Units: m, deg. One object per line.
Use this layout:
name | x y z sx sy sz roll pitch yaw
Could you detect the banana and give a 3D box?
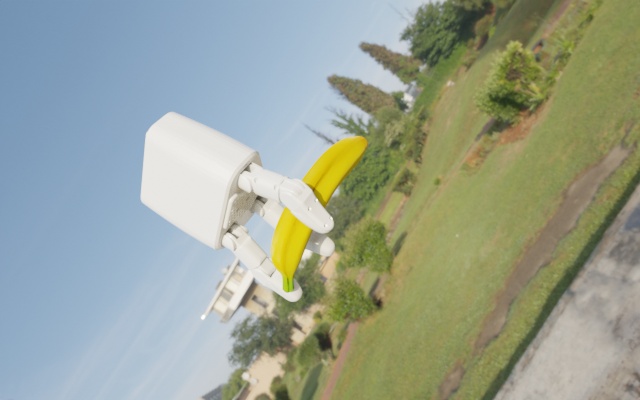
banana | -0.004 -0.003 0.505 0.037 0.197 0.070 24 -18 17
